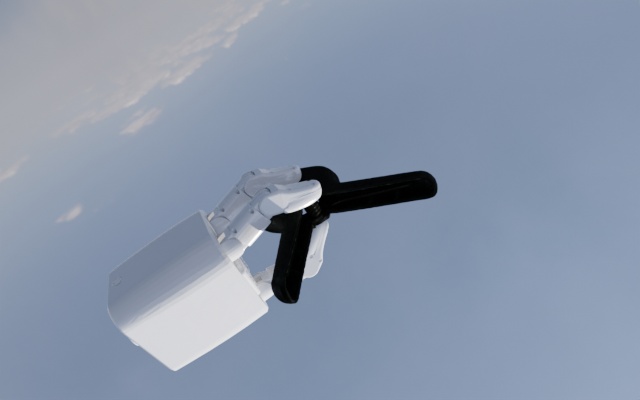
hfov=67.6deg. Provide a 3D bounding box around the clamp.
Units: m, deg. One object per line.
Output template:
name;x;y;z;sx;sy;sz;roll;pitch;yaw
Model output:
clamp;0.000;0.002;0.460;0.164;0.036;0.210;-31;27;-10
